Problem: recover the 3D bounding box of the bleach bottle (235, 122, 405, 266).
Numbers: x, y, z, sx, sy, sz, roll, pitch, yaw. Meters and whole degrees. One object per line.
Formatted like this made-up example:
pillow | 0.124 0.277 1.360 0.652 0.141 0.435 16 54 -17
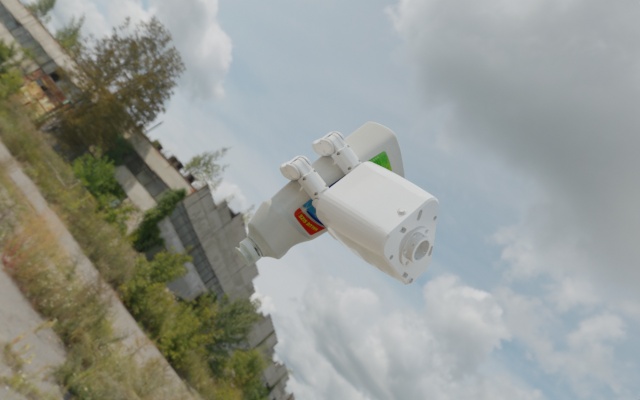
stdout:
bleach bottle | 0.000 0.002 0.623 0.250 0.103 0.068 -38 45 -21
